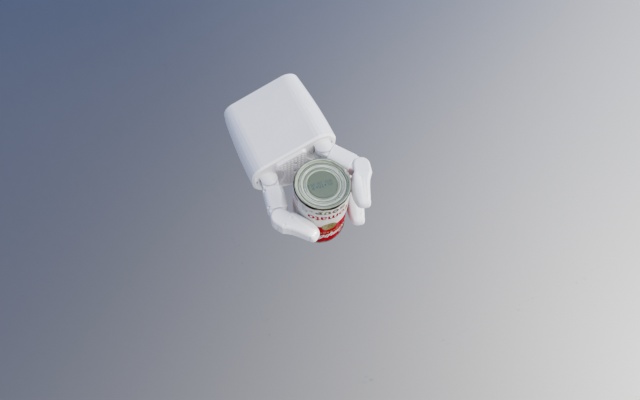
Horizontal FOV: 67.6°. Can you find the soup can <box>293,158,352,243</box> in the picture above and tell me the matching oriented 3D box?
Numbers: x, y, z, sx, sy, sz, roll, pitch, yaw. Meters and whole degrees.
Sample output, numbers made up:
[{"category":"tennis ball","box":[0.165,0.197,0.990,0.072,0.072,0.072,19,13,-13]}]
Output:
[{"category":"soup can","box":[0.000,0.002,0.578,0.068,0.068,0.102,0,-26,-3]}]
